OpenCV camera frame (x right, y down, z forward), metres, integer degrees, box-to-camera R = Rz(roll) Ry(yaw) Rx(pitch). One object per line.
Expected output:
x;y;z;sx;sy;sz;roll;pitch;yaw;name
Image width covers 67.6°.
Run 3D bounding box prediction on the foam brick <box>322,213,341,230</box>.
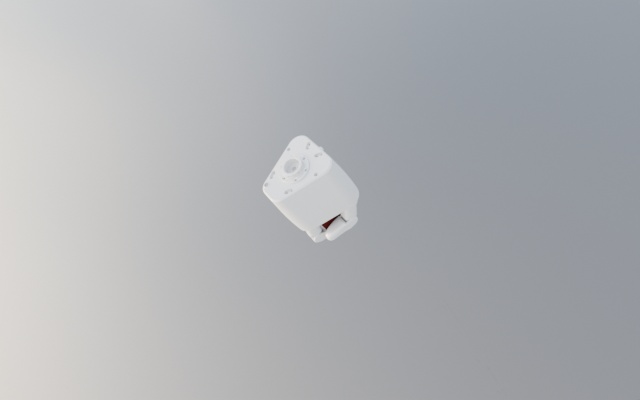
0.000;0.003;0.809;0.078;0.053;0.051;44;-1;36;foam brick
